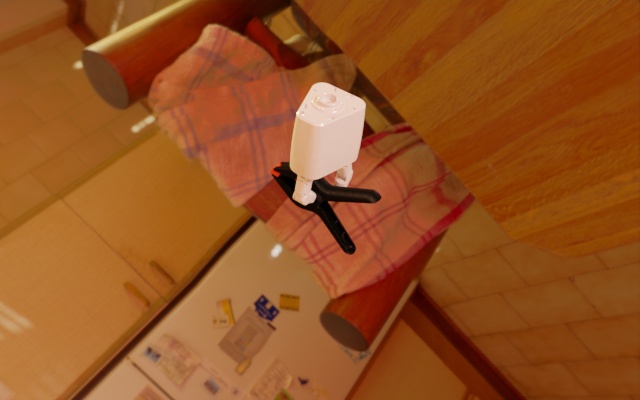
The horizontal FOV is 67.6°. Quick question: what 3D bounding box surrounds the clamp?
[{"bbox_3d":[-0.001,0.003,0.856,0.210,0.165,0.036,29,46,18],"label":"clamp"}]
